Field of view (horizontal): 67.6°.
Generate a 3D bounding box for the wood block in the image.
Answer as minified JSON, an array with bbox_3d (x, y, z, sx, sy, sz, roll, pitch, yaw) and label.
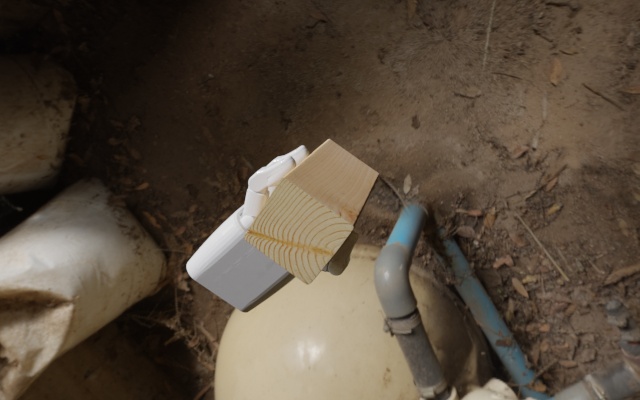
[{"bbox_3d":[0.000,0.002,0.588,0.091,0.090,0.206,36,23,1],"label":"wood block"}]
